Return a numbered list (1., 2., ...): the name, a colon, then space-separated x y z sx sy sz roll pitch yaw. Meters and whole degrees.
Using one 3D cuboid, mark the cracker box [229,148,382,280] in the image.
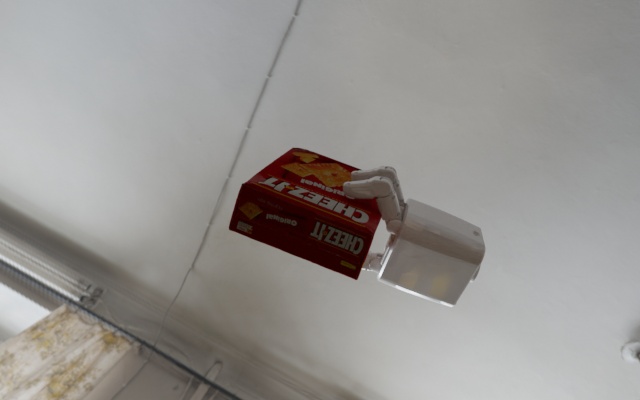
1. cracker box: 0.000 0.002 0.636 0.164 0.072 0.213 20 21 6
